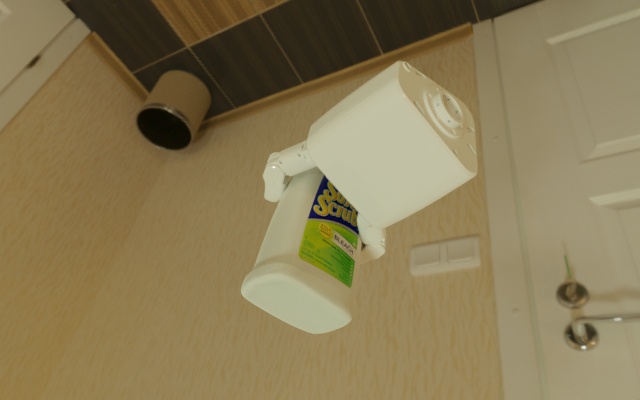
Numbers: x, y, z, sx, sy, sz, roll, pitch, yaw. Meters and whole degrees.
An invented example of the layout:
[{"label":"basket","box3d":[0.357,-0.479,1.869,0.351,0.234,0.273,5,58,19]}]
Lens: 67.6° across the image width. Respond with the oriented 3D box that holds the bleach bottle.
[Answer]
[{"label":"bleach bottle","box3d":[0.000,0.002,0.495,0.102,0.250,0.068,37,-46,-26]}]
